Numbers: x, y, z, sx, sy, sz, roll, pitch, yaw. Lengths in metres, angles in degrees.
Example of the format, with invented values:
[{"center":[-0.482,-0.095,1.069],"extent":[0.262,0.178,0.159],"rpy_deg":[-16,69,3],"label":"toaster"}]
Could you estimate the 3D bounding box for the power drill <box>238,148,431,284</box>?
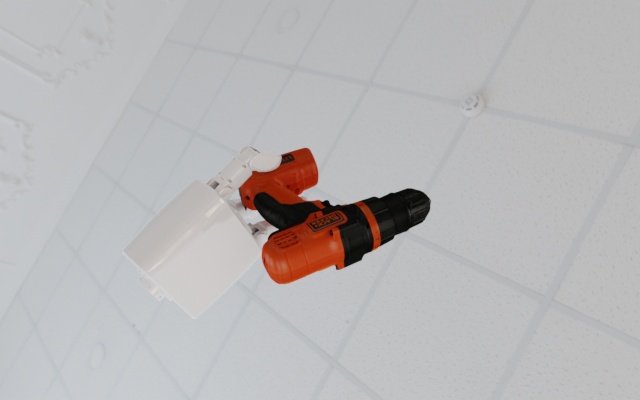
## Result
[{"center":[0.000,0.002,0.526],"extent":[0.184,0.057,0.187],"rpy_deg":[-19,32,-20],"label":"power drill"}]
